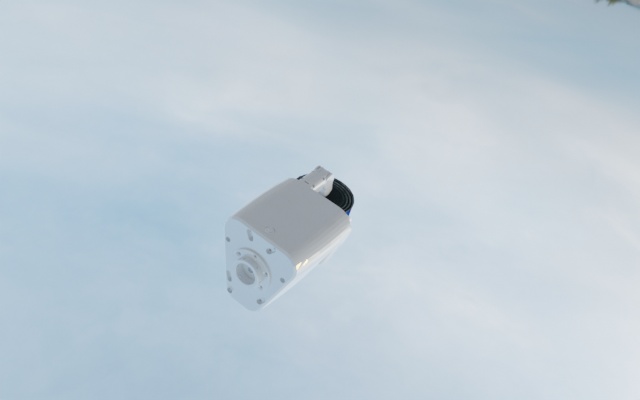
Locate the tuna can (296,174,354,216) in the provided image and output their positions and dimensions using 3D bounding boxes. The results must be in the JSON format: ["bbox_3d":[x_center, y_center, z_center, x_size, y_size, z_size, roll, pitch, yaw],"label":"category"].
[{"bbox_3d":[0.000,0.003,0.643,0.086,0.034,0.086,11,37,-9],"label":"tuna can"}]
